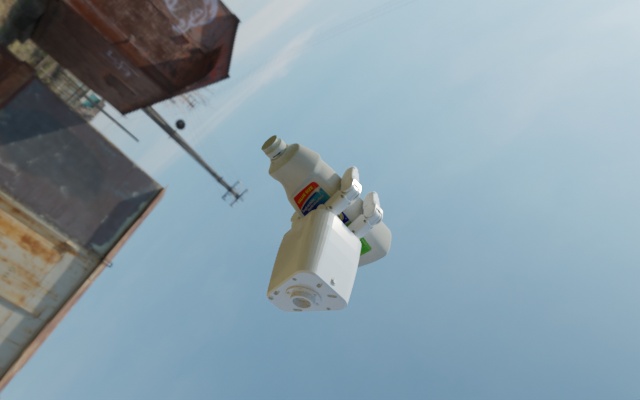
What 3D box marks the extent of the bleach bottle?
[{"bbox_3d":[0.000,0.002,0.718,0.102,0.068,0.251,-24,-56,34],"label":"bleach bottle"}]
